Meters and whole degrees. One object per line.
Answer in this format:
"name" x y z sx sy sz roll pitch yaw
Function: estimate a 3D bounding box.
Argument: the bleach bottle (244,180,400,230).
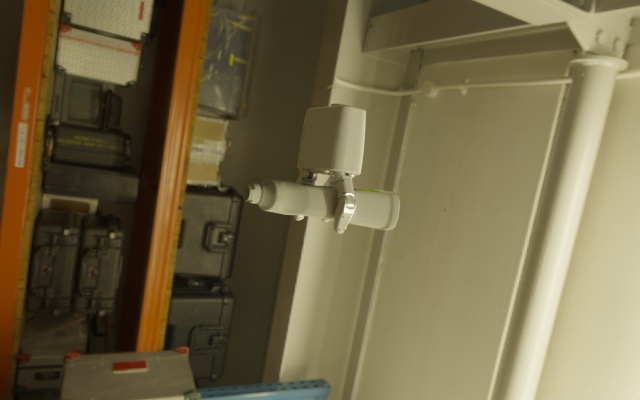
"bleach bottle" 0.000 0.003 0.788 0.251 0.068 0.102 7 0 -27
